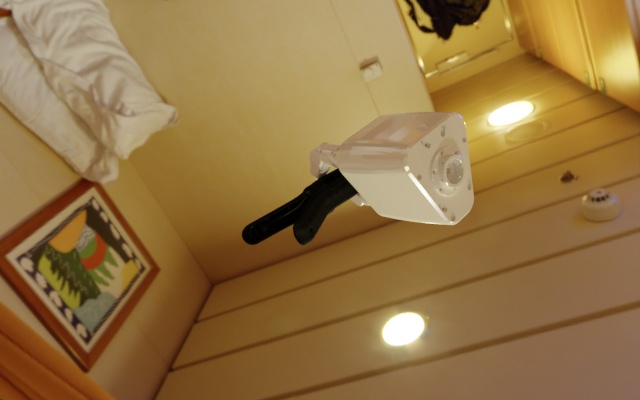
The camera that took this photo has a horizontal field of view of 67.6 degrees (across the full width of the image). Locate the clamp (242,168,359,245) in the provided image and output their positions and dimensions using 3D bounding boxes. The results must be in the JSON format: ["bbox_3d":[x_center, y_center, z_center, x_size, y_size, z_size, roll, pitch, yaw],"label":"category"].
[{"bbox_3d":[0.000,0.002,0.546,0.171,0.039,0.120,-37,24,-25],"label":"clamp"}]
